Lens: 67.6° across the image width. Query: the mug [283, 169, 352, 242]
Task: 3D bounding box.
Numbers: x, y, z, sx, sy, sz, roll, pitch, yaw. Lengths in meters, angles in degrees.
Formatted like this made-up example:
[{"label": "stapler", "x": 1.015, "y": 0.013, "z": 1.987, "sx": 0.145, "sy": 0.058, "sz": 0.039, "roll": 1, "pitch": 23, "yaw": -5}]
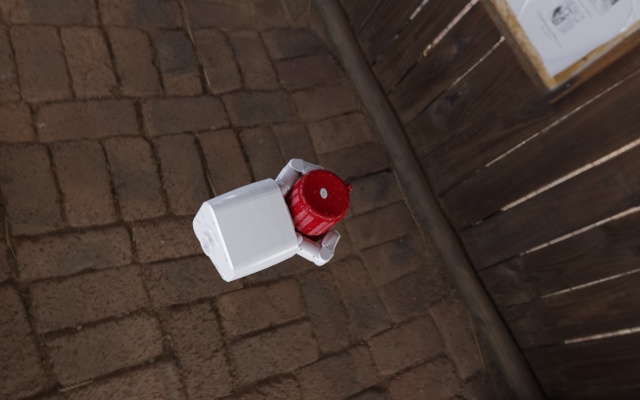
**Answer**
[{"label": "mug", "x": 0.001, "y": 0.002, "z": 0.704, "sx": 0.117, "sy": 0.093, "sz": 0.081, "roll": -22, "pitch": -11, "yaw": -33}]
